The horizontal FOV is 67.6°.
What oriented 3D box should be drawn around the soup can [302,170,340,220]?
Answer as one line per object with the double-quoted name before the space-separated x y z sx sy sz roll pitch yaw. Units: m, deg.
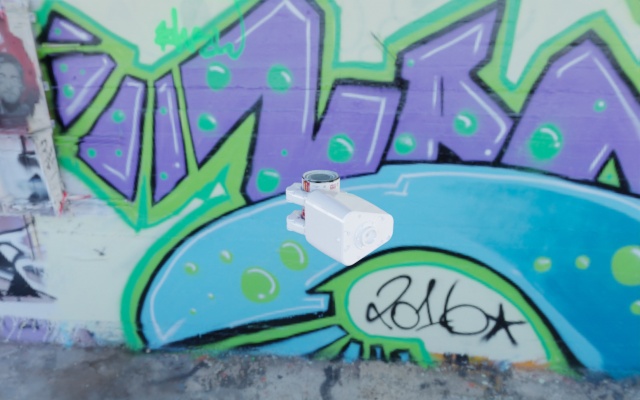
"soup can" 0.000 0.002 0.862 0.068 0.102 0.068 0 21 0
